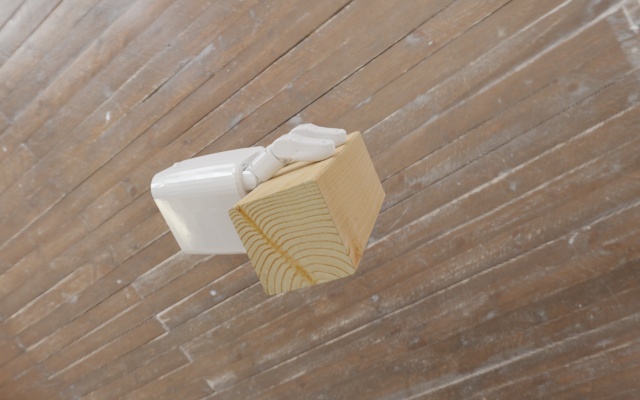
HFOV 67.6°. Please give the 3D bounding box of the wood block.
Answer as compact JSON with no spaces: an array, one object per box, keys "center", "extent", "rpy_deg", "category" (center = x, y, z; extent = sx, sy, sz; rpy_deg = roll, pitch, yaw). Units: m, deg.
[{"center":[0.000,0.002,0.500],"extent":[0.090,0.091,0.206],"rpy_deg":[-18,14,20],"category":"wood block"}]
